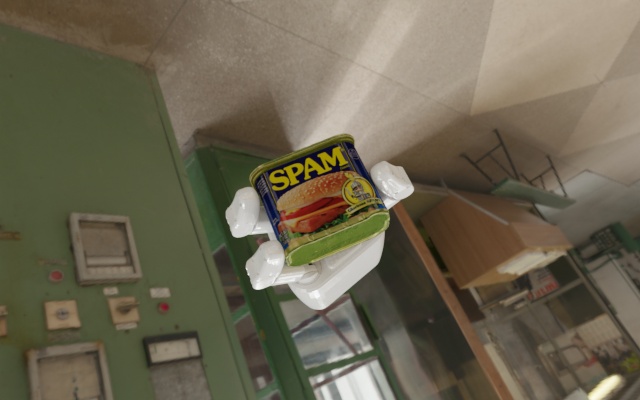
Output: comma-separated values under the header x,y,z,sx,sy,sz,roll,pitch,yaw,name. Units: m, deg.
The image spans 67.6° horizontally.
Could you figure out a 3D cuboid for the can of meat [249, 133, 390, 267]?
x,y,z,sx,sy,sz,roll,pitch,yaw,name
0.000,0.002,0.422,0.102,0.084,0.057,-22,-24,-6,can of meat
